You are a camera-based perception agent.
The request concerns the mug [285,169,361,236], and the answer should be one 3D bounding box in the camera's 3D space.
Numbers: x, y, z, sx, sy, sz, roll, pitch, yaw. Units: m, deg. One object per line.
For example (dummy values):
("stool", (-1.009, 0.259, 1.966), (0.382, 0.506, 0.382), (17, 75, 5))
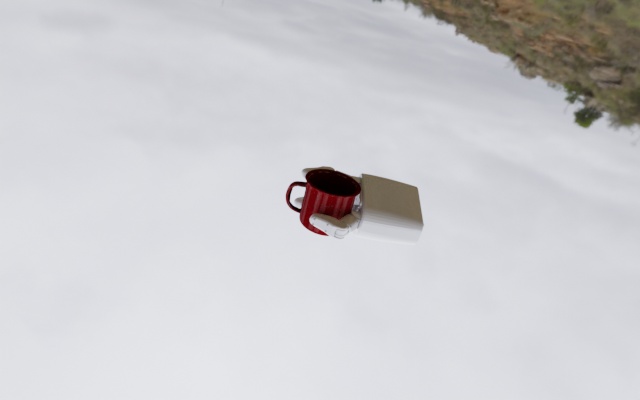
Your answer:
("mug", (-0.001, 0.003, 0.783), (0.117, 0.081, 0.093), (11, 28, -8))
